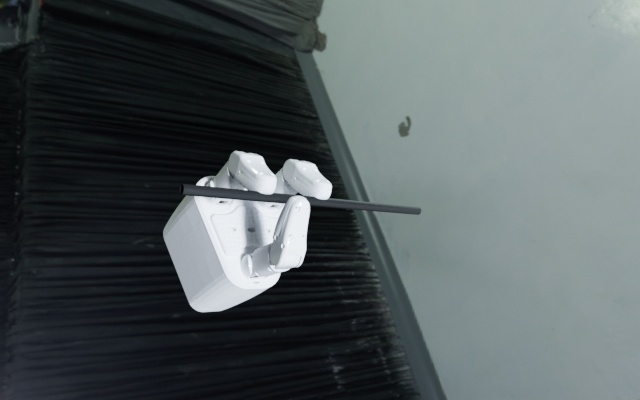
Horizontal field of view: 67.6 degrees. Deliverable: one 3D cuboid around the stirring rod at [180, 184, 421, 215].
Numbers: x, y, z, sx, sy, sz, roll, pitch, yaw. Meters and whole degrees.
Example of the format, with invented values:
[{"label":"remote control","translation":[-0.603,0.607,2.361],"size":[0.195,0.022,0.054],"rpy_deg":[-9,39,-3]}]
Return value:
[{"label":"stirring rod","translation":[0.000,0.001,0.404],"size":[0.239,0.011,0.011],"rpy_deg":[5,-3,-36]}]
